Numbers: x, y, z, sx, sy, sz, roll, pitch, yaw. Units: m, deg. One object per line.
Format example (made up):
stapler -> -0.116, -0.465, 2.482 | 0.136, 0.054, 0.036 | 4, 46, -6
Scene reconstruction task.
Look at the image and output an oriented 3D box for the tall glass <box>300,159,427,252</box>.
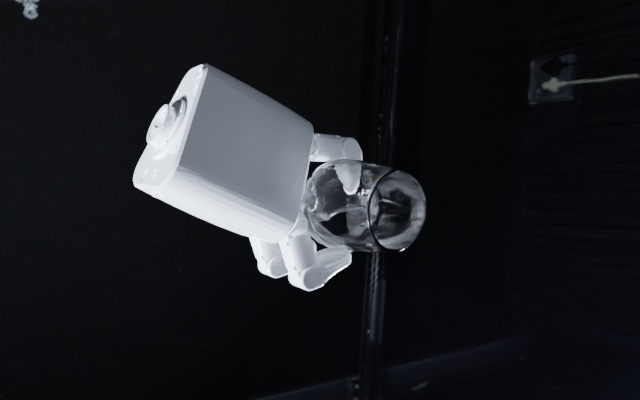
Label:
tall glass -> 0.000, 0.001, 0.433 | 0.079, 0.079, 0.201 | 0, 4, -36
